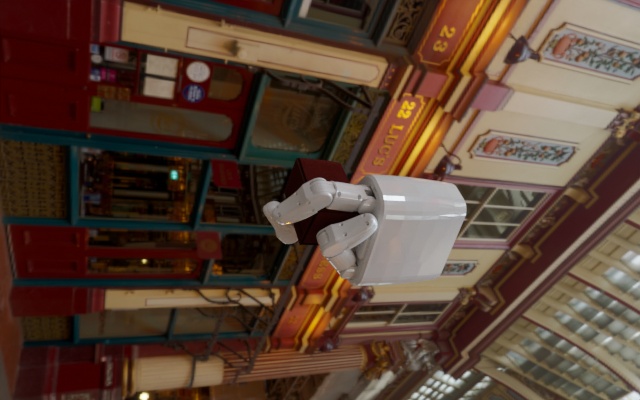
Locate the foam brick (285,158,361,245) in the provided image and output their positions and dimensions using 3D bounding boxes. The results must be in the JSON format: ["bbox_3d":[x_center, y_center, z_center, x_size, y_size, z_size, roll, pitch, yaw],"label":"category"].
[{"bbox_3d":[0.000,0.001,0.496,0.051,0.078,0.053,2,-44,-24],"label":"foam brick"}]
